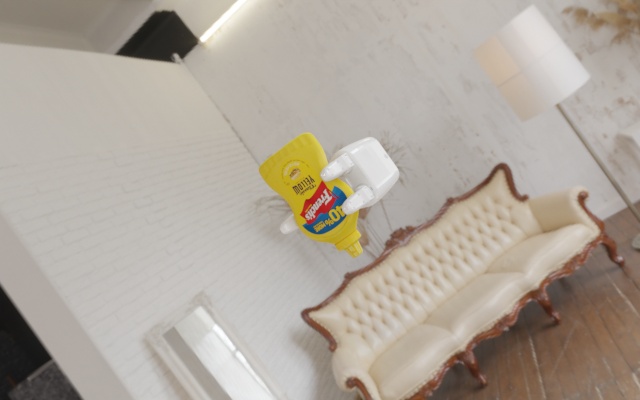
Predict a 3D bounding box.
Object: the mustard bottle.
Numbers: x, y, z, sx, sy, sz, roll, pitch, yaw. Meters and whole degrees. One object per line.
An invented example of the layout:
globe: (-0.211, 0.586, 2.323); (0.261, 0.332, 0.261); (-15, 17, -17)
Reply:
mustard bottle: (0.000, 0.002, 0.703); (0.096, 0.191, 0.058); (-36, 0, 12)
